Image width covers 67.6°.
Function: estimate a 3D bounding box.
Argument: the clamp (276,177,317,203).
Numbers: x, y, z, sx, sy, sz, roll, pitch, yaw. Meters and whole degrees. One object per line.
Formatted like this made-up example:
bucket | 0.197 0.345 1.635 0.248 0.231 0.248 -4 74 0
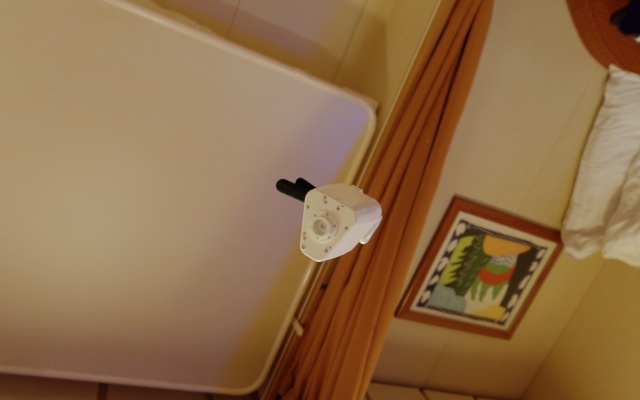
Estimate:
clamp | 0.000 0.003 0.866 0.171 0.039 0.120 29 17 21
